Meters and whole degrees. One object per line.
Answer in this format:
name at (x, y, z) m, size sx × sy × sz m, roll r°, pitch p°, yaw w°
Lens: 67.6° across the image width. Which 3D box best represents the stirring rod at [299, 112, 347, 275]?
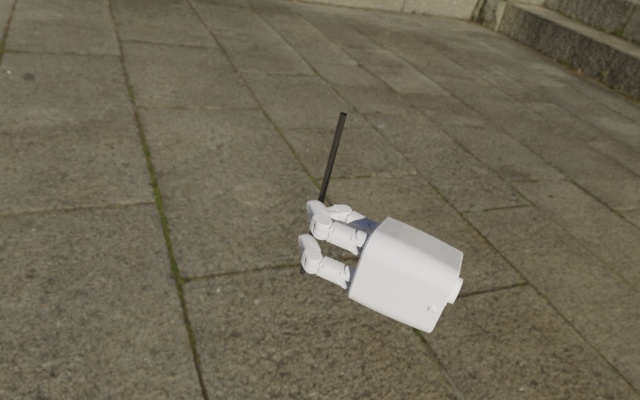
stirring rod at (0.000, 0.002, 0.593) m, size 0.011 × 0.240 × 0.011 m, roll 10°, pitch 33°, yaw -7°
